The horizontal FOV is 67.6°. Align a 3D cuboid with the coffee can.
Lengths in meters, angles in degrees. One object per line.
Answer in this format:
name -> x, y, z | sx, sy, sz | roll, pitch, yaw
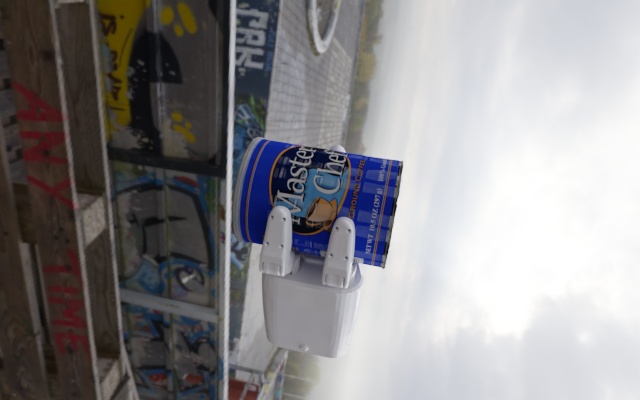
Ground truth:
coffee can -> 0.000, 0.001, 0.453 | 0.140, 0.103, 0.103 | 10, 1, 7
